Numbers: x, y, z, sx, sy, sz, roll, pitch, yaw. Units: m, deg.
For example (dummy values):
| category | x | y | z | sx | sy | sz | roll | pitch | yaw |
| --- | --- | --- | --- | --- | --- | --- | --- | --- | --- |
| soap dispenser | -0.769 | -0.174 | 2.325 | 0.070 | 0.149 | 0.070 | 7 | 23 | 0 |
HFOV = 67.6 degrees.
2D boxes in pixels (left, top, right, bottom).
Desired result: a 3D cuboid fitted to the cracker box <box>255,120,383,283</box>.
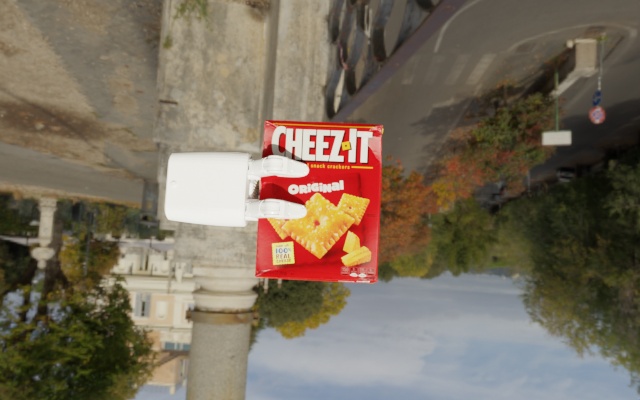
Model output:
| category | x | y | z | sx | sy | sz | roll | pitch | yaw |
| --- | --- | --- | --- | --- | --- | --- | --- | --- | --- |
| cracker box | 0.000 | 0.002 | 0.658 | 0.164 | 0.213 | 0.072 | 3 | -6 | 2 |
